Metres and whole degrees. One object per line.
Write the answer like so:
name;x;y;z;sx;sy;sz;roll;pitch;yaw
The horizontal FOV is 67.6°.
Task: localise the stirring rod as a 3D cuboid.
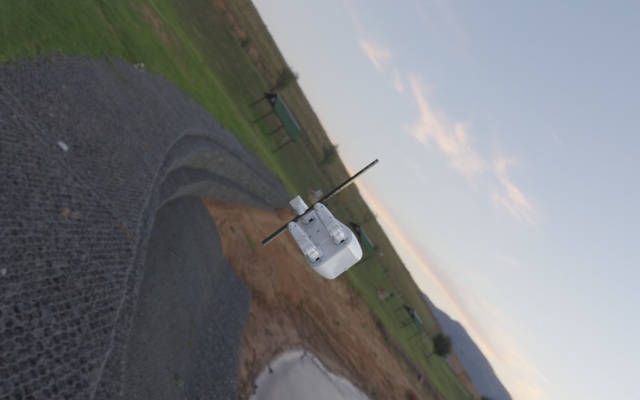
stirring rod;0.000;0.003;0.807;0.239;0.011;0.011;-36;0;0
